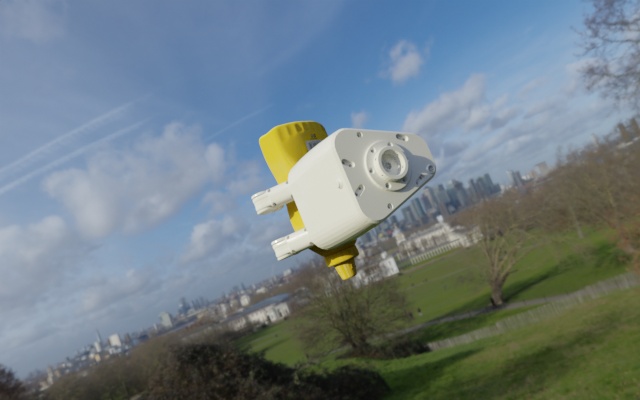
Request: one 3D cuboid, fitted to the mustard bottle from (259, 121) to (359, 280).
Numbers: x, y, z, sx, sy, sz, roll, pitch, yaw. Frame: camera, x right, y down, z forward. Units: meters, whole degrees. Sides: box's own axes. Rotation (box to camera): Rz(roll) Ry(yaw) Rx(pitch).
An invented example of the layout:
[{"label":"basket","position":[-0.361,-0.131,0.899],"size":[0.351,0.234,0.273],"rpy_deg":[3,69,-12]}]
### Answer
[{"label":"mustard bottle","position":[0.000,0.002,0.571],"size":[0.058,0.191,0.096],"rpy_deg":[-27,-9,37]}]
